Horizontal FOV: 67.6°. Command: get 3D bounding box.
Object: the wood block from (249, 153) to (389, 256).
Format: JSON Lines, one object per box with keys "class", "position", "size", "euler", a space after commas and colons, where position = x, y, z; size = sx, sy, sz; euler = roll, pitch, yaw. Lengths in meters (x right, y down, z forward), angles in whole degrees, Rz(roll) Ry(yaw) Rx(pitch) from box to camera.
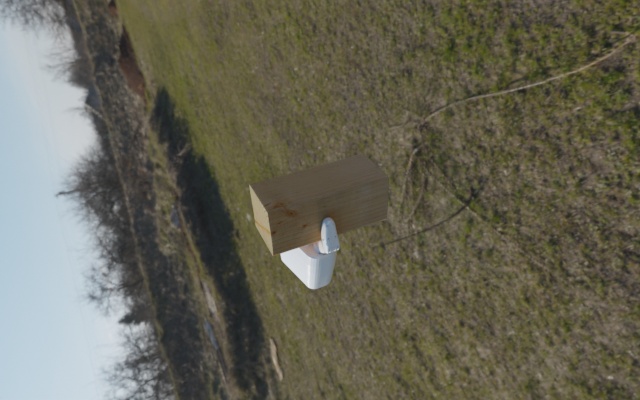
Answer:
{"class": "wood block", "position": [0.000, 0.003, 0.784], "size": [0.206, 0.090, 0.090], "euler": [-17, 39, -18]}
